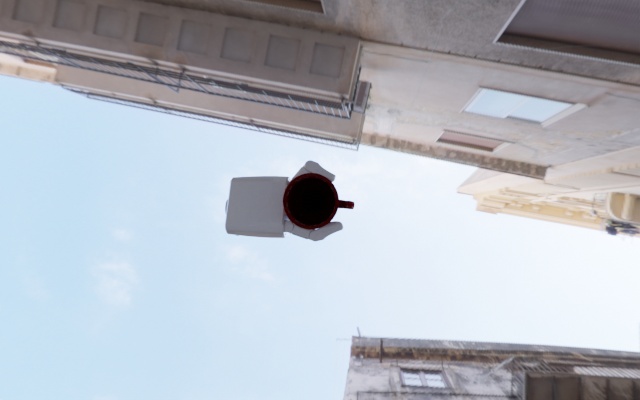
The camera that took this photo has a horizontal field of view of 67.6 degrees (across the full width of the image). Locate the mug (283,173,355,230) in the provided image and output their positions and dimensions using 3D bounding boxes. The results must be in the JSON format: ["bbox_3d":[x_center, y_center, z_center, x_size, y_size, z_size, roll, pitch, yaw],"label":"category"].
[{"bbox_3d":[0.002,0.003,0.818,0.117,0.093,0.081,3,-1,6],"label":"mug"}]
